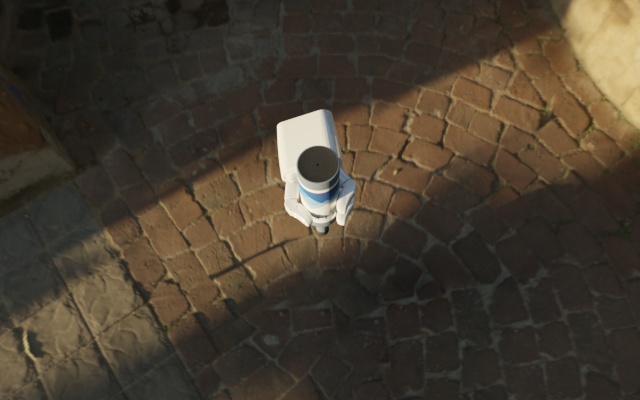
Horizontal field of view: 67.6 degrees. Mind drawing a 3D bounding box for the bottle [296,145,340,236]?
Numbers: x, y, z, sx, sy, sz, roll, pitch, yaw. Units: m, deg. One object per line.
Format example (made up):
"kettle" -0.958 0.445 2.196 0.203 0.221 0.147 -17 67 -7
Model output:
"bottle" 0.000 0.003 0.855 0.069 0.069 0.296 0 -23 2
